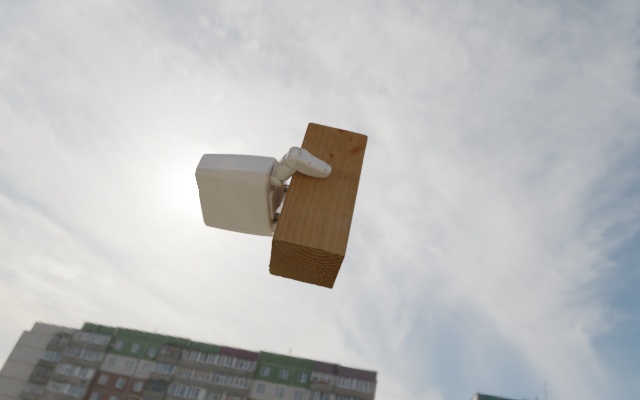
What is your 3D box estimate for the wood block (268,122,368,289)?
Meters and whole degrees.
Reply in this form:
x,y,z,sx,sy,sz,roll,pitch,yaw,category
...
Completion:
x,y,z,sx,sy,sz,roll,pitch,yaw,category
0.000,0.002,0.654,0.090,0.206,0.091,14,-37,0,wood block
